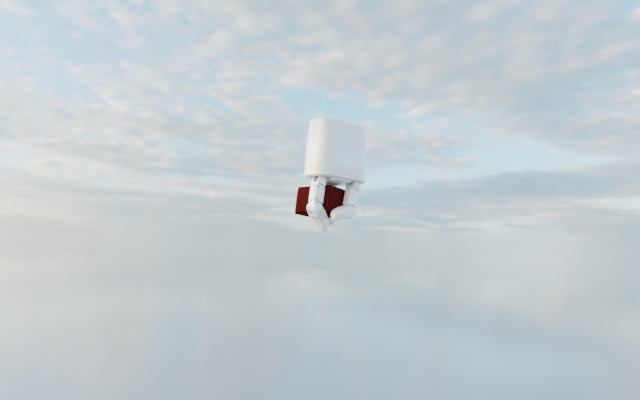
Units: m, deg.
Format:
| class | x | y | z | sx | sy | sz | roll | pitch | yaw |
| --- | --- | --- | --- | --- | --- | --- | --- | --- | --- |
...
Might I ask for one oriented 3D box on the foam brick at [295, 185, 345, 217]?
| class | x | y | z | sx | sy | sz | roll | pitch | yaw |
| --- | --- | --- | --- | --- | --- | --- | --- | --- | --- |
| foam brick | 0.000 | 0.003 | 0.884 | 0.078 | 0.051 | 0.053 | -2 | -11 | 37 |
